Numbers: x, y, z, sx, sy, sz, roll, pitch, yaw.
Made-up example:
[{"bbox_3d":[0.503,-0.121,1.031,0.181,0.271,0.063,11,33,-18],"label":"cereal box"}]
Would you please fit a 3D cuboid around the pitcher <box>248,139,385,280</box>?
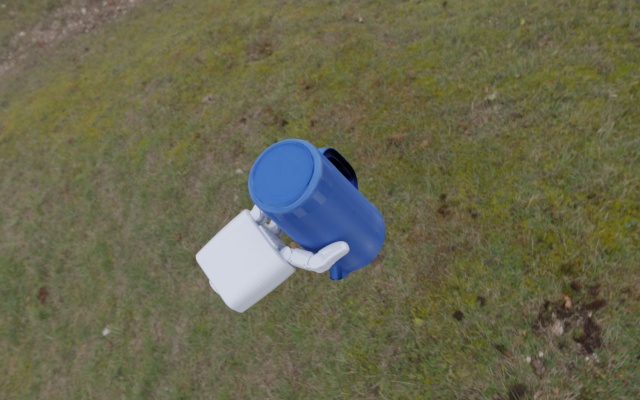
[{"bbox_3d":[0.000,0.002,0.709,0.145,0.149,0.243,-40,-34,3],"label":"pitcher"}]
